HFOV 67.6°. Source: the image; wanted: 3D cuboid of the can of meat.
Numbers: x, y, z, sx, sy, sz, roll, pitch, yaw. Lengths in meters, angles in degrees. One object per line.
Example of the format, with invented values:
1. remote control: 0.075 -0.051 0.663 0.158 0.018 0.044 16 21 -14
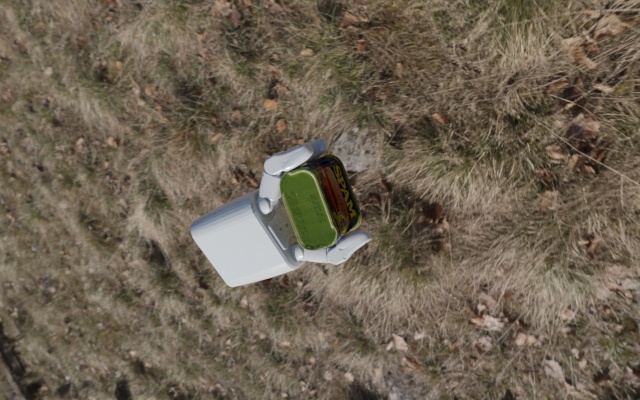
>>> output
1. can of meat: 0.000 0.002 0.576 0.057 0.102 0.084 -18 6 26
